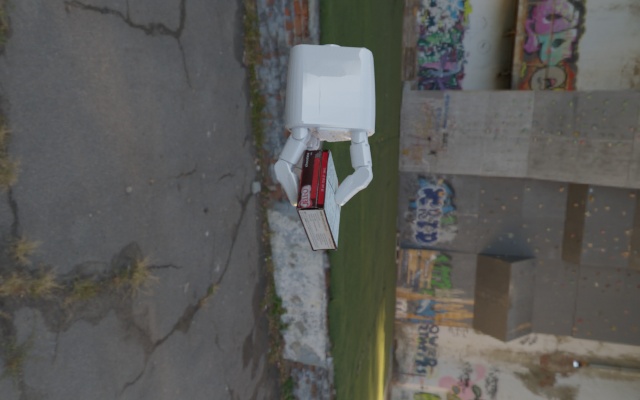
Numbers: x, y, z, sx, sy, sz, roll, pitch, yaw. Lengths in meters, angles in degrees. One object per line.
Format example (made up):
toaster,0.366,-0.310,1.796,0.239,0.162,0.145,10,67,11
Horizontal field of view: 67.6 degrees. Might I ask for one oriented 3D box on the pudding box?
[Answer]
pudding box,0.000,0.002,0.620,0.039,0.090,0.114,-1,-33,13
